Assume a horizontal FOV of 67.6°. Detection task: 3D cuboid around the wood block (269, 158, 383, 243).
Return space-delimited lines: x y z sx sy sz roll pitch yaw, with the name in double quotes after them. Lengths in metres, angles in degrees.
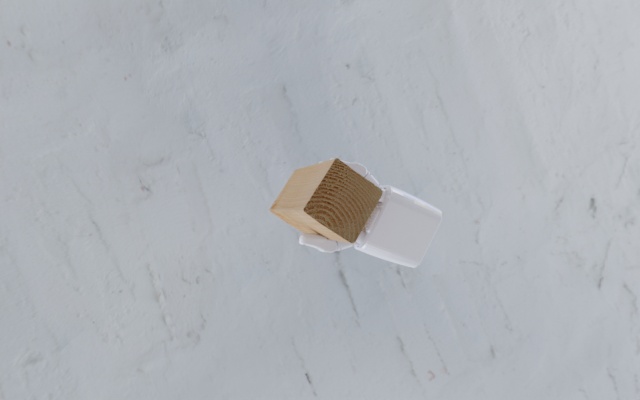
0.000 0.003 0.754 0.090 0.091 0.206 34 -12 -15 "wood block"
